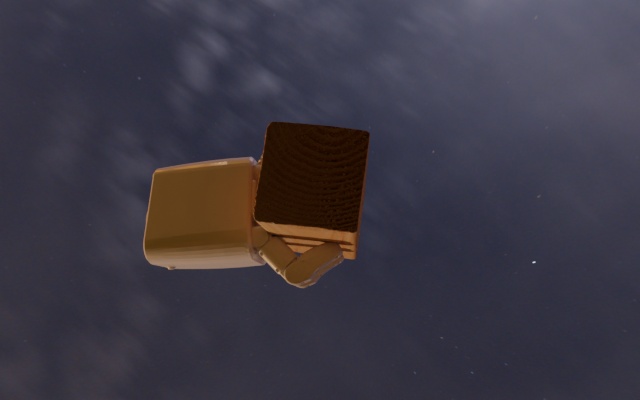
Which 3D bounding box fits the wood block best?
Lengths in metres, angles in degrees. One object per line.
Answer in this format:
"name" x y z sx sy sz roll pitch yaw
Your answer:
"wood block" 0.000 0.001 0.496 0.090 0.090 0.206 6 -12 5
